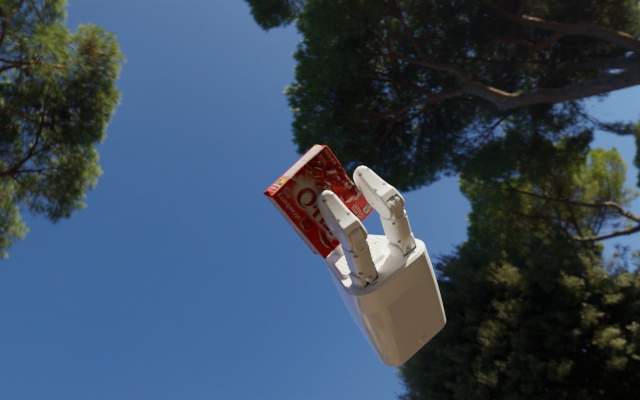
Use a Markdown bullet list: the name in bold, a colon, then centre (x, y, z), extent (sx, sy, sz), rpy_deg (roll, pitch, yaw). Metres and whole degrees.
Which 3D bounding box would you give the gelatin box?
- **gelatin box**: centre (0.000, 0.001, 0.472), extent (0.073, 0.089, 0.030), rpy_deg (-44, 23, -13)
